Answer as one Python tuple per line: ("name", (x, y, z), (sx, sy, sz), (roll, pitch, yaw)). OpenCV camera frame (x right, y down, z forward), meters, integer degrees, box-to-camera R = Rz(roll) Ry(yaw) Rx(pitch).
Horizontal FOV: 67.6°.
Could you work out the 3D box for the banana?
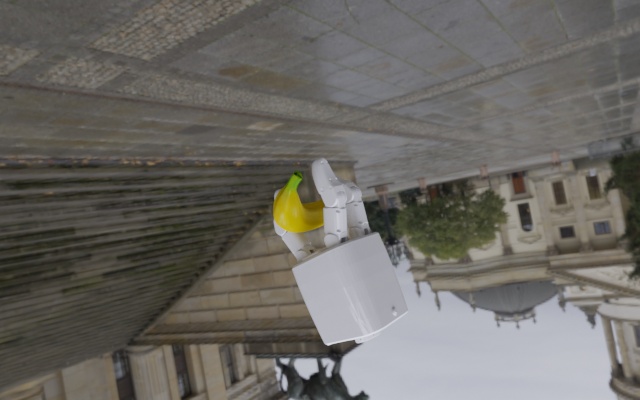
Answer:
("banana", (-0.016, 0.013, 0.601), (0.069, 0.037, 0.198), (-37, -15, 8))
